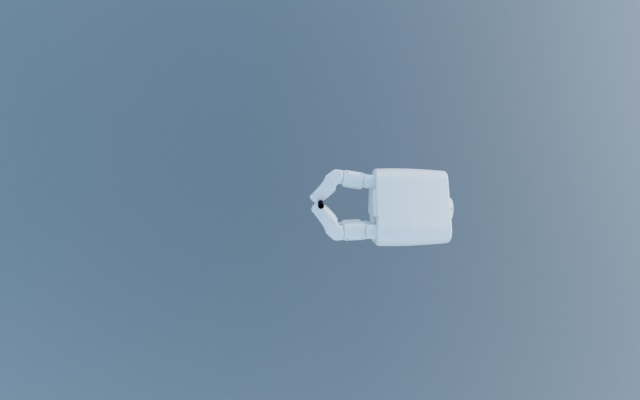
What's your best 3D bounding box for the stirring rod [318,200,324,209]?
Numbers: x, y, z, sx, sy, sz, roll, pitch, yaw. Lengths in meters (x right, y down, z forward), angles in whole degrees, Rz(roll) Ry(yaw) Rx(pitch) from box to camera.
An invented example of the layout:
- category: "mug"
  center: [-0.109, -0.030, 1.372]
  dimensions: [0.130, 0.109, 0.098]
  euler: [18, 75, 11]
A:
- category: "stirring rod"
  center: [0.000, 0.002, 0.720]
  dimensions: [0.011, 0.011, 0.239]
  euler: [0, 2, 0]
